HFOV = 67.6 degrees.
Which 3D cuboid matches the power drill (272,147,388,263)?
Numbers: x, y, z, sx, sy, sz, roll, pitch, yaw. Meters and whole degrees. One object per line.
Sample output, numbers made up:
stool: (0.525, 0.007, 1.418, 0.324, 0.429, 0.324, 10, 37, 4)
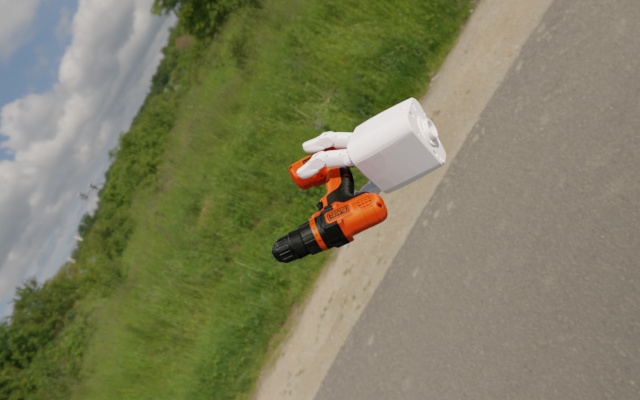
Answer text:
power drill: (0.000, 0.002, 0.760, 0.184, 0.057, 0.187, -24, 42, 7)
